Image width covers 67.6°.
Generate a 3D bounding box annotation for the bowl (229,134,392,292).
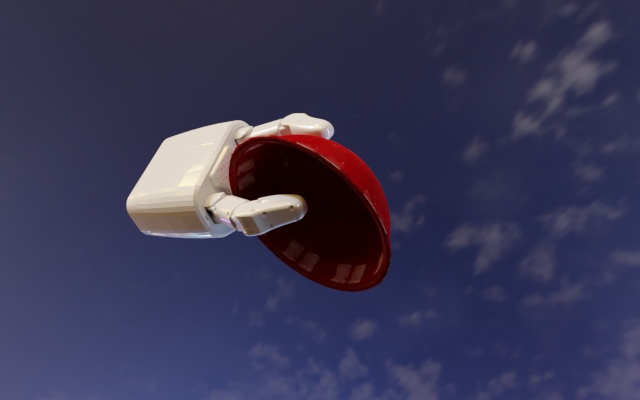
[{"bbox_3d":[0.001,0.001,0.409,0.162,0.162,0.055,0,36,44],"label":"bowl"}]
